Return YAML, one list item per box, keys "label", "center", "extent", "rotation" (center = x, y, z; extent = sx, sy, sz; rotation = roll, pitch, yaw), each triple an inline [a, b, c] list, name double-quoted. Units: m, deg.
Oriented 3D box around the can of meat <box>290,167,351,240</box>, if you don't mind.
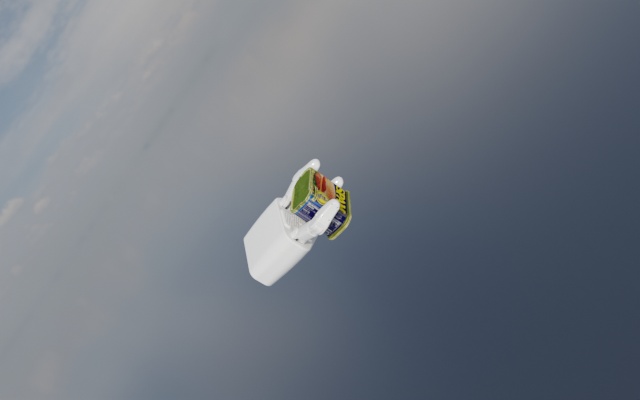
- label: "can of meat"
  center: [0.000, 0.002, 0.786]
  extent: [0.084, 0.057, 0.102]
  rotation: [34, 29, -20]
